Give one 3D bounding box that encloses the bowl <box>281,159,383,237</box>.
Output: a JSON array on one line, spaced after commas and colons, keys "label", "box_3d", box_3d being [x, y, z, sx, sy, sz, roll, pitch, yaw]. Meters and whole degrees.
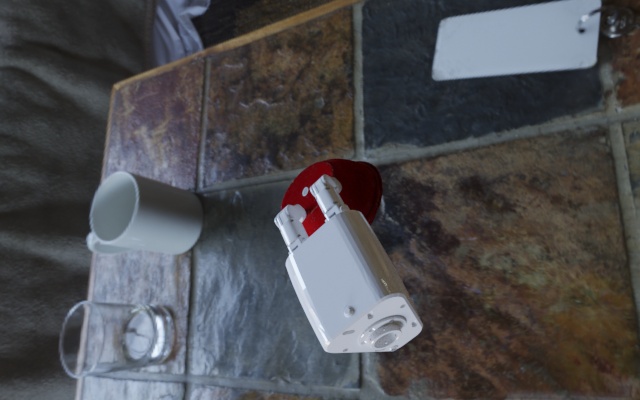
[{"label": "bowl", "box_3d": [-0.001, 0.001, 0.617, 0.055, 0.162, 0.162, 38, -22, -31]}]
